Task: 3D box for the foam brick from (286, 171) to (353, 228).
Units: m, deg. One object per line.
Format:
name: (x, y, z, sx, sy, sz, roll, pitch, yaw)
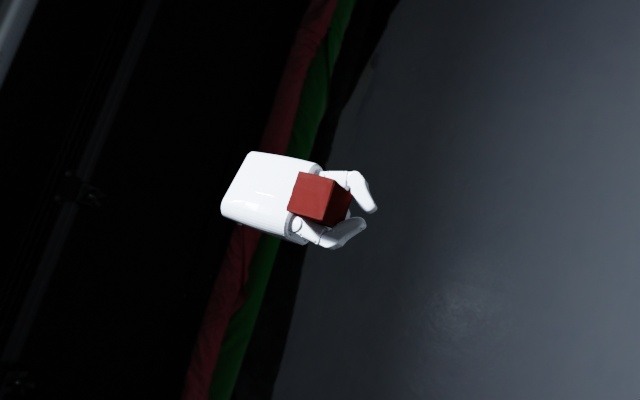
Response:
foam brick: (0.000, 0.002, 0.598, 0.051, 0.053, 0.078, 16, -7, 22)
